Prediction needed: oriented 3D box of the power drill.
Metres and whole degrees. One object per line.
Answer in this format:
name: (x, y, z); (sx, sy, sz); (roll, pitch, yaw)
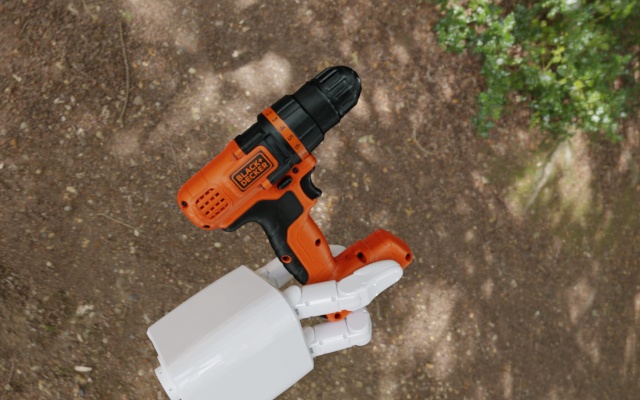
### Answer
power drill: (0.000, 0.002, 0.425); (0.184, 0.188, 0.057); (-39, 19, 1)
